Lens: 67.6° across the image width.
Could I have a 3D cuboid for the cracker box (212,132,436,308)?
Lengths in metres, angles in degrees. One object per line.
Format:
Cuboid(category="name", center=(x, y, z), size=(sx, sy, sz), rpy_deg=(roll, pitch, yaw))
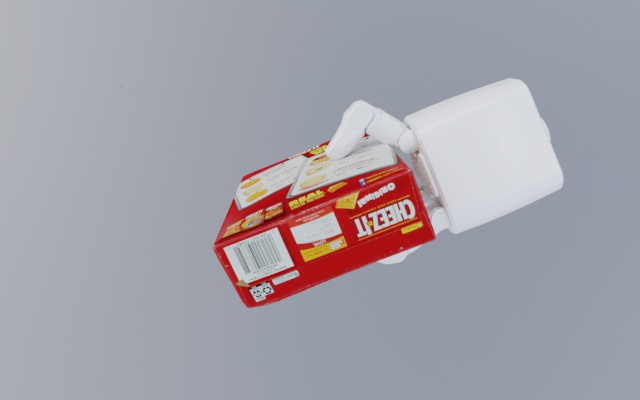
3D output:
Cuboid(category="cracker box", center=(0.000, 0.001, 0.464), size=(0.164, 0.072, 0.213), rpy_deg=(-22, 17, 4))
